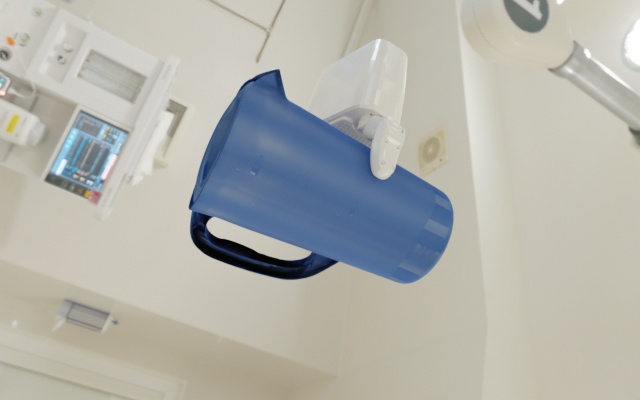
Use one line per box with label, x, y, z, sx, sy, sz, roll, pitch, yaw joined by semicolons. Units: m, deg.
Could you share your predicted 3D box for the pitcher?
pitcher;0.000;0.001;0.472;0.243;0.145;0.149;25;-32;-18
